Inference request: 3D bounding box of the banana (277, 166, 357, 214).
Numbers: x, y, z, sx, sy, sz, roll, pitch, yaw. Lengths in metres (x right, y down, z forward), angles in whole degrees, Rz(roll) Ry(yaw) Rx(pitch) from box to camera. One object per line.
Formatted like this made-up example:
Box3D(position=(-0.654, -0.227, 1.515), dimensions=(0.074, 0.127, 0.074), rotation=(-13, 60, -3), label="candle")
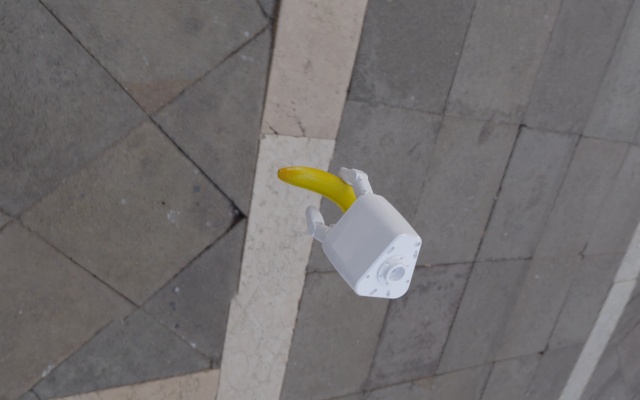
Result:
Box3D(position=(0.016, -0.007, 0.767), dimensions=(0.198, 0.069, 0.037), rotation=(41, 15, -39), label="banana")
